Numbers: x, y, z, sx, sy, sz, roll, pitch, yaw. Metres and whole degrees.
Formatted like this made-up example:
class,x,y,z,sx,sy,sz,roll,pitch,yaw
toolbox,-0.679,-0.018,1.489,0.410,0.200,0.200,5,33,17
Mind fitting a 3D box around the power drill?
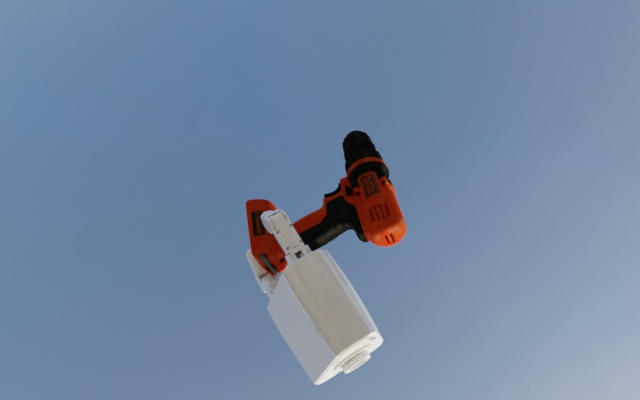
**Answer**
class,x,y,z,sx,sy,sz,roll,pitch,yaw
power drill,0.000,0.002,0.603,0.187,0.184,0.057,-24,-45,10
